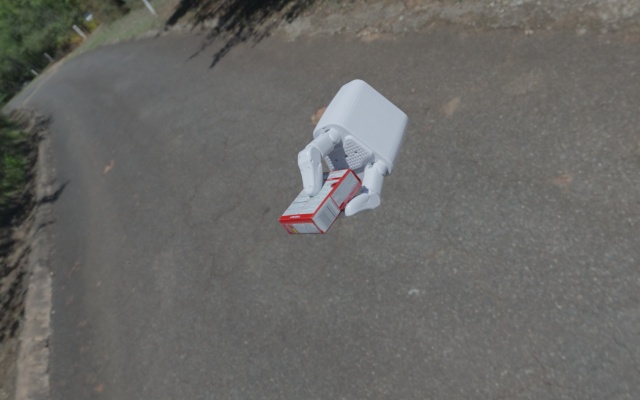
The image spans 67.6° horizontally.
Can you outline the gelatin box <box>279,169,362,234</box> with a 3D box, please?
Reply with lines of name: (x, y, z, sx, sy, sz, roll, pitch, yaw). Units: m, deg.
gelatin box: (0.000, 0.002, 0.590, 0.073, 0.030, 0.089, -6, 39, 53)
